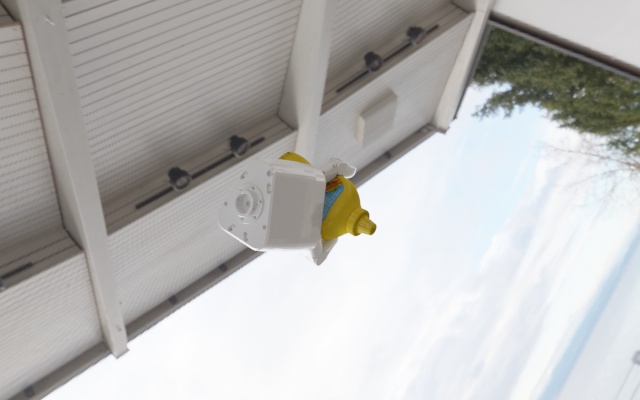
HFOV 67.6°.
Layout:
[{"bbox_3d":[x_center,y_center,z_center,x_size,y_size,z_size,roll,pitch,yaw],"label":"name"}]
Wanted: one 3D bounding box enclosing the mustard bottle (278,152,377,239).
[{"bbox_3d":[0.000,0.002,0.698,0.191,0.096,0.058,28,-12,32],"label":"mustard bottle"}]
